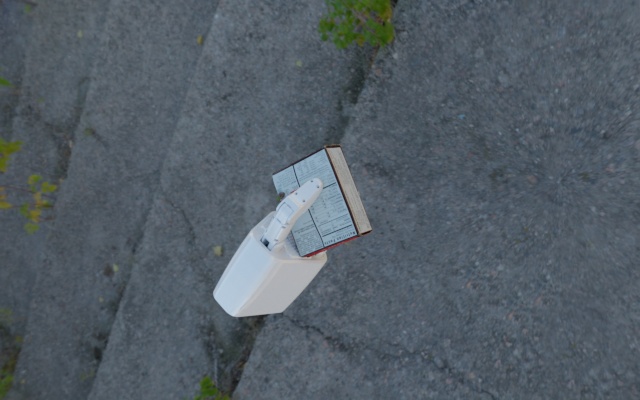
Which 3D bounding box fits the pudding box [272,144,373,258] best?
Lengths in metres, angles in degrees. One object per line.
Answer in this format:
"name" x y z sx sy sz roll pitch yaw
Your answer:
"pudding box" 0.000 0.002 0.569 0.090 0.113 0.039 -24 -5 32
